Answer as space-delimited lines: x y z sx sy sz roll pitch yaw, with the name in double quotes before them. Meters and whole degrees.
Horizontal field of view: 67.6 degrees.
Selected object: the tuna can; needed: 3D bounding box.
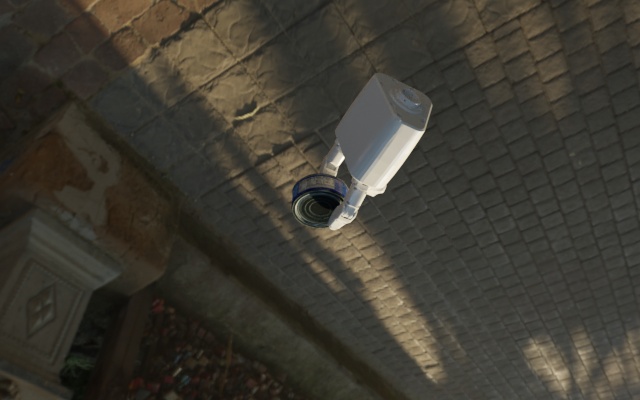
"tuna can" 0.000 0.003 0.700 0.086 0.033 0.086 1 -43 1
